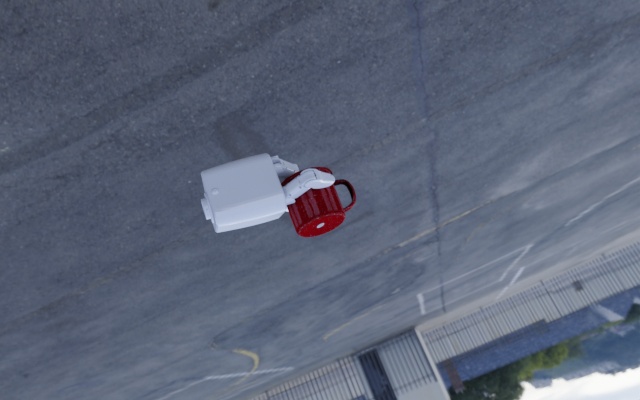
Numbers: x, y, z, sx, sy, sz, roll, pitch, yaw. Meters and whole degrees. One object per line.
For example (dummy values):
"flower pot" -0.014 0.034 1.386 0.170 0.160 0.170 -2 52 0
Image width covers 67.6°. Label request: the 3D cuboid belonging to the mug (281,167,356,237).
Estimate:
"mug" 0.002 0.002 0.755 0.117 0.081 0.093 -15 -23 -14
